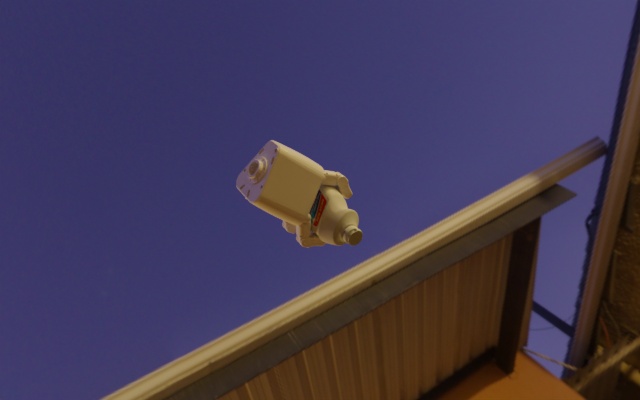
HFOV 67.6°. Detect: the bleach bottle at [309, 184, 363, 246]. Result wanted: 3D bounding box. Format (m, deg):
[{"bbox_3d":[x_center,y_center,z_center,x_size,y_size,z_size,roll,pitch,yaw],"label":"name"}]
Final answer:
[{"bbox_3d":[0.000,0.003,0.885,0.068,0.102,0.250,27,8,-40],"label":"bleach bottle"}]
